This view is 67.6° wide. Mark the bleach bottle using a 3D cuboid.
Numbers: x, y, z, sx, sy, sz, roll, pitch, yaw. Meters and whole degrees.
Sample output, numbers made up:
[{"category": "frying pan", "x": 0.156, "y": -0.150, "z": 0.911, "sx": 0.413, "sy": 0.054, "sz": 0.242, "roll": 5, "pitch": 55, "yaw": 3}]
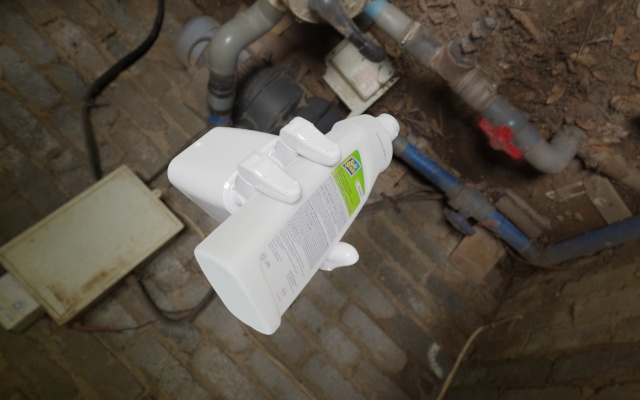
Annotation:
[{"category": "bleach bottle", "x": 0.000, "y": 0.001, "z": 0.465, "sx": 0.068, "sy": 0.103, "sz": 0.250, "roll": 18, "pitch": 51, "yaw": 39}]
